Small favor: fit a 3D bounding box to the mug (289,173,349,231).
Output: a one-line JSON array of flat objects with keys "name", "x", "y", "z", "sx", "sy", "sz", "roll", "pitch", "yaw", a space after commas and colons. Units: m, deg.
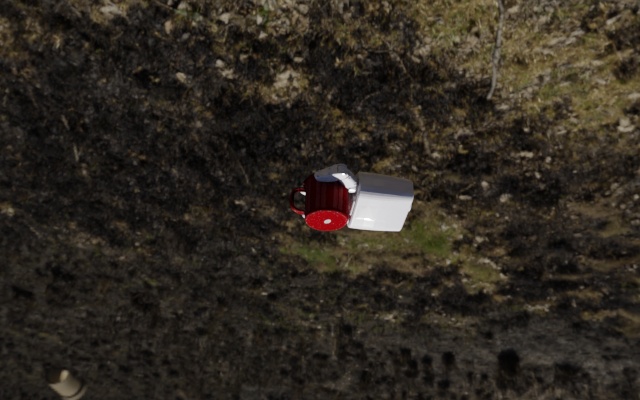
[{"name": "mug", "x": -0.001, "y": 0.003, "z": 0.893, "sx": 0.117, "sy": 0.081, "sz": 0.093, "roll": 6, "pitch": -31, "yaw": -7}]
